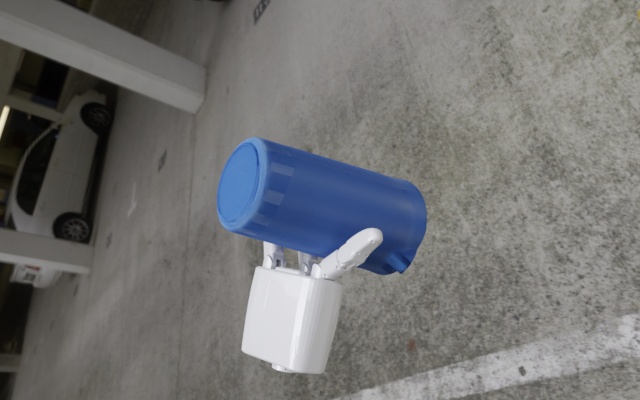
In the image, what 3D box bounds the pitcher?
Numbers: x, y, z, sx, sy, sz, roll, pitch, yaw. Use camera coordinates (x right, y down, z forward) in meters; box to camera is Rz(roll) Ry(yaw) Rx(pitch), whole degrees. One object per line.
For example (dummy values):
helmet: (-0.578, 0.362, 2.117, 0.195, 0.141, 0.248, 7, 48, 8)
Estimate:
pitcher: (0.000, 0.002, 0.592, 0.243, 0.145, 0.149, 17, -11, -35)
